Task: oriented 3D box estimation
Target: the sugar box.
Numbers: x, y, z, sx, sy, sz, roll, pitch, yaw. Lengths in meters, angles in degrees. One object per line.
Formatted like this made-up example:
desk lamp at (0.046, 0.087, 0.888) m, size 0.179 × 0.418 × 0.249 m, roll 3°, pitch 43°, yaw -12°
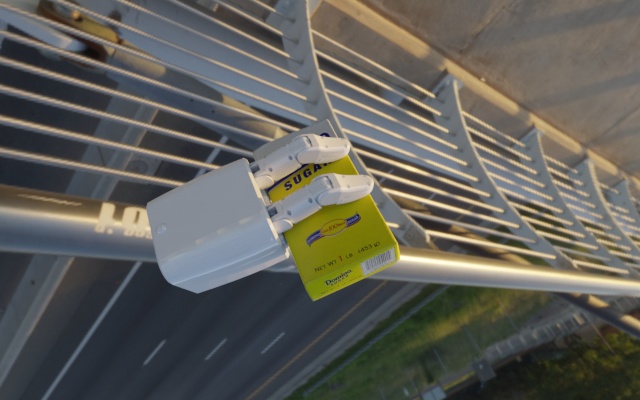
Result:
sugar box at (0.000, 0.001, 0.480) m, size 0.093 × 0.176 × 0.048 m, roll -24°, pitch -33°, yaw -4°
